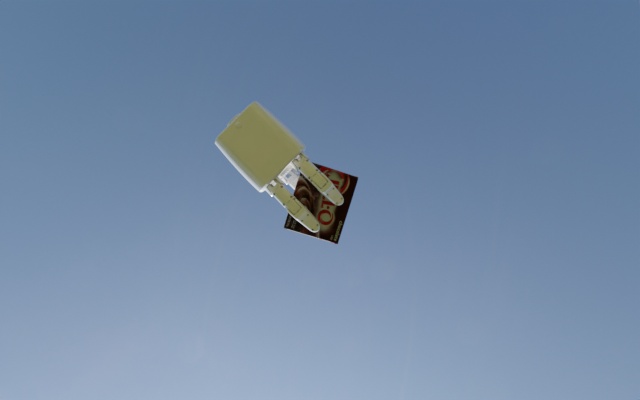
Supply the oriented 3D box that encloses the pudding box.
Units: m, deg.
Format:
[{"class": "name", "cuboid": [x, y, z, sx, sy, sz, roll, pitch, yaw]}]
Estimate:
[{"class": "pudding box", "cuboid": [0.000, 0.002, 0.755, 0.090, 0.113, 0.039, 17, 2, -4]}]
